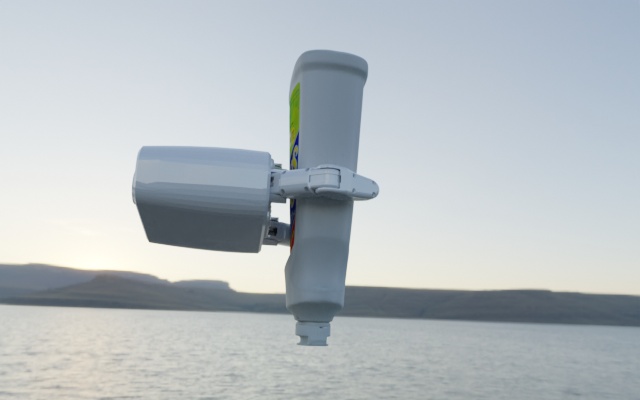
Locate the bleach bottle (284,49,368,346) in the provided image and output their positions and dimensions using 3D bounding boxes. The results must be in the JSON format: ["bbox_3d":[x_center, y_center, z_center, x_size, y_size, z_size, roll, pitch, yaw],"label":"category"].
[{"bbox_3d":[0.000,0.001,0.433,0.068,0.250,0.102,5,-13,-10],"label":"bleach bottle"}]
